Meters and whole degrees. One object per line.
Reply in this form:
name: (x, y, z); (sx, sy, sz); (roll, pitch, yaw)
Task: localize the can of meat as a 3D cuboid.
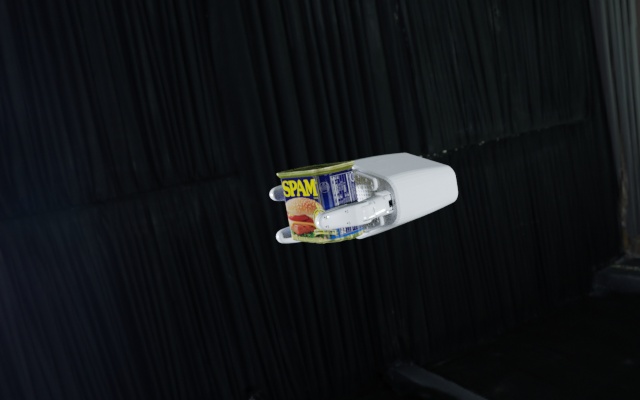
can of meat: (0.000, 0.002, 0.556); (0.057, 0.084, 0.102); (-16, 9, -35)
